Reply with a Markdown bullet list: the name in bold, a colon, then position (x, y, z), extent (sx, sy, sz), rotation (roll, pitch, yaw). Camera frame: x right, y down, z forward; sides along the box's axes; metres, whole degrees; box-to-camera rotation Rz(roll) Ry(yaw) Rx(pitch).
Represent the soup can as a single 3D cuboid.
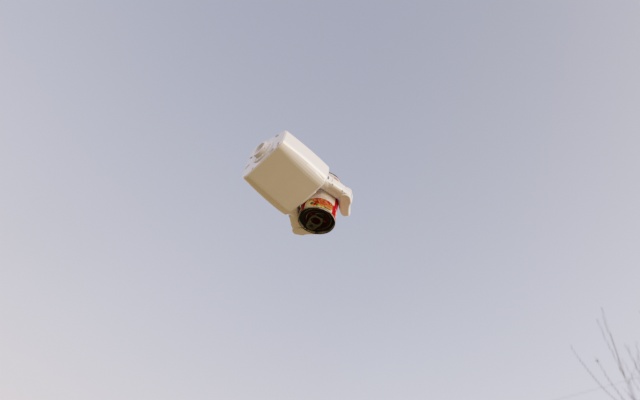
- **soup can**: position (0.001, 0.003, 0.877), extent (0.068, 0.069, 0.102), rotation (0, 42, 12)
